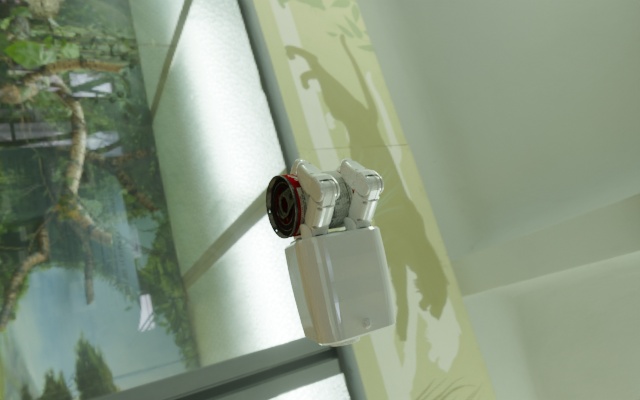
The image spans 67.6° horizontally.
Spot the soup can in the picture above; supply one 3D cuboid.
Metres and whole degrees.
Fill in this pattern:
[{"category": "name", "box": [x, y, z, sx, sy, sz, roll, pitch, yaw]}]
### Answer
[{"category": "soup can", "box": [0.000, 0.001, 0.529, 0.102, 0.068, 0.068, -7, 4, -31]}]
